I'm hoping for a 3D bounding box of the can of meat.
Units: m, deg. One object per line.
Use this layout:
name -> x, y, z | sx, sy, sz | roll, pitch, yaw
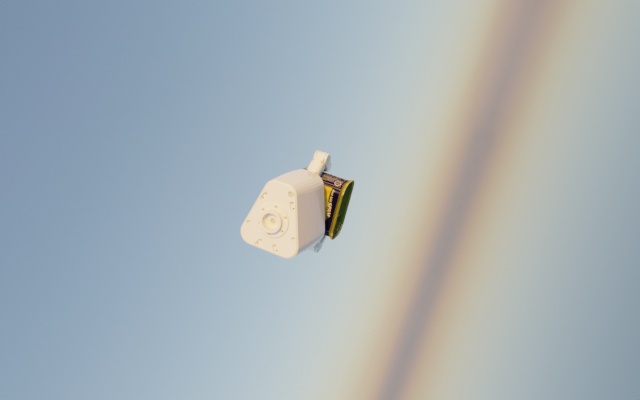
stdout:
can of meat -> 0.000, 0.002, 0.795 | 0.084, 0.102, 0.057 | 20, 20, 15
